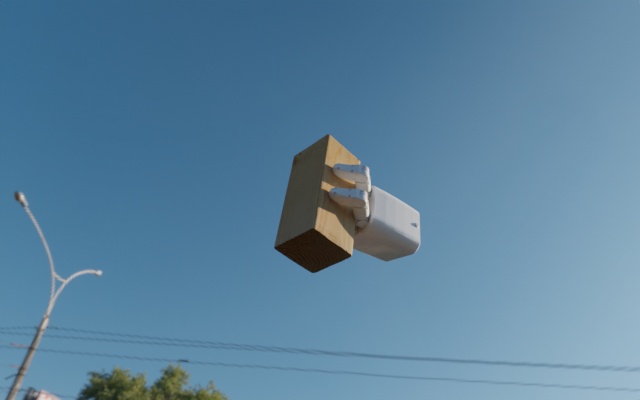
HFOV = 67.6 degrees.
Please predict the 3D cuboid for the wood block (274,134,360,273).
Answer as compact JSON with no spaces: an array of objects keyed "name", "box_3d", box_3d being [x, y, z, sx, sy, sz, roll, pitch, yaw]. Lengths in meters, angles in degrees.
[{"name":"wood block","box_3d":[0.000,0.003,0.798,0.091,0.206,0.090,-30,-54,36]}]
